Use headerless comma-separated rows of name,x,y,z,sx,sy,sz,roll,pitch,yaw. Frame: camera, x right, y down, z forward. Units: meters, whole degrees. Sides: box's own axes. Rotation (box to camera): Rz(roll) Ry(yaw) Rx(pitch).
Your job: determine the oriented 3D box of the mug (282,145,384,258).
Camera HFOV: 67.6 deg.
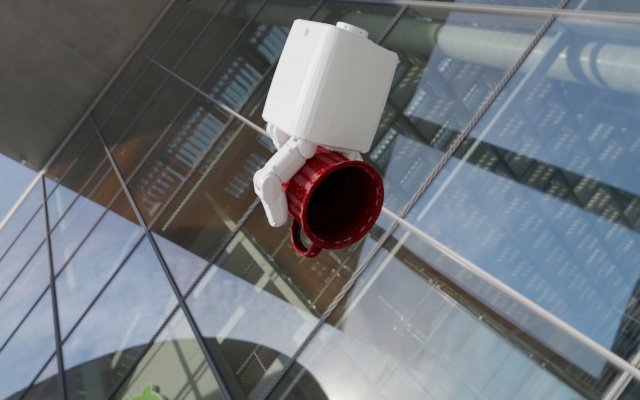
mug,0.000,0.003,0.492,0.093,0.117,0.081,11,17,-35
